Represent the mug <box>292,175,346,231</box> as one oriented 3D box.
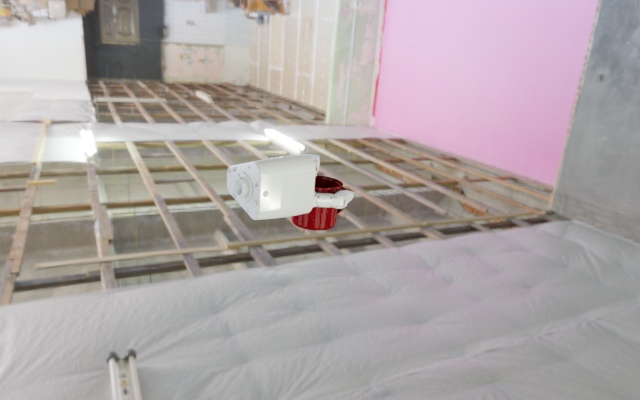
[{"bbox_3d":[0.001,0.003,0.871,0.117,0.081,0.093,-7,21,-37],"label":"mug"}]
